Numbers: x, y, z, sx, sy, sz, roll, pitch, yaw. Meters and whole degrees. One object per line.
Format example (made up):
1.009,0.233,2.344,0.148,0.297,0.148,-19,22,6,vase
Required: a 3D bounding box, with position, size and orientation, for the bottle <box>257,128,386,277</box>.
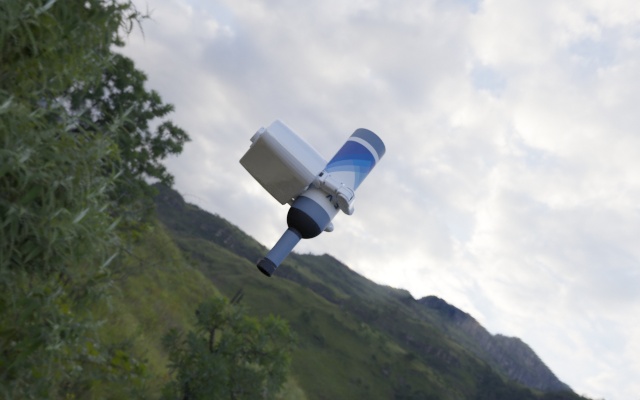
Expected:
0.000,0.002,0.775,0.069,0.295,0.069,32,-24,17,bottle
